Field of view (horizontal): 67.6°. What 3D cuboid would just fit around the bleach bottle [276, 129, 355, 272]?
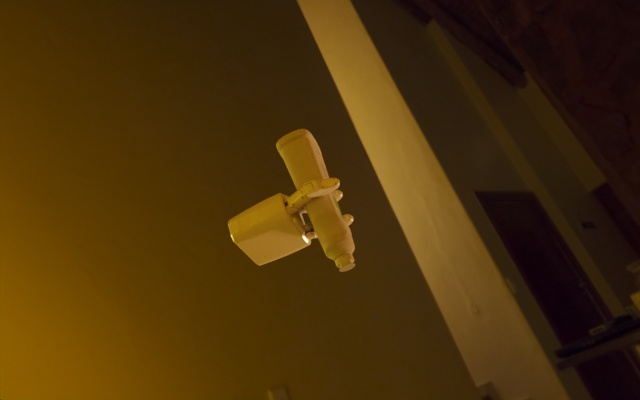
[{"bbox_3d":[0.000,0.003,0.828,0.068,0.250,0.103,-26,-27,8],"label":"bleach bottle"}]
